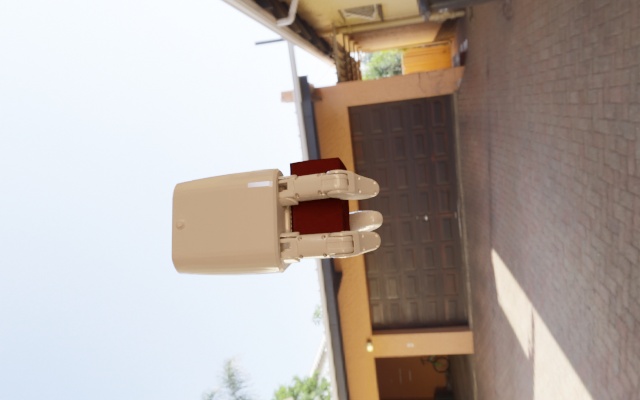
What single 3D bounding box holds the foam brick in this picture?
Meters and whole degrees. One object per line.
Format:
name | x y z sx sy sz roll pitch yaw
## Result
foam brick | 0.000 0.001 0.477 0.051 0.078 0.053 -5 -12 11
